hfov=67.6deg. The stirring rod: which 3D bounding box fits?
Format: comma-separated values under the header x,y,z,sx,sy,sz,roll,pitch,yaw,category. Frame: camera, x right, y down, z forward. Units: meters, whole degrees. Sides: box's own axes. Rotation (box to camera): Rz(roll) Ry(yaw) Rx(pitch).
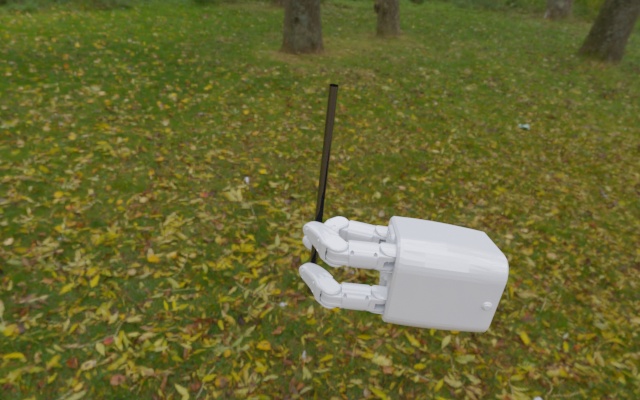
x,y,z,sx,sy,sz,roll,pitch,yaw,category
0.000,0.002,0.480,0.011,0.240,0.011,5,31,-3,stirring rod
